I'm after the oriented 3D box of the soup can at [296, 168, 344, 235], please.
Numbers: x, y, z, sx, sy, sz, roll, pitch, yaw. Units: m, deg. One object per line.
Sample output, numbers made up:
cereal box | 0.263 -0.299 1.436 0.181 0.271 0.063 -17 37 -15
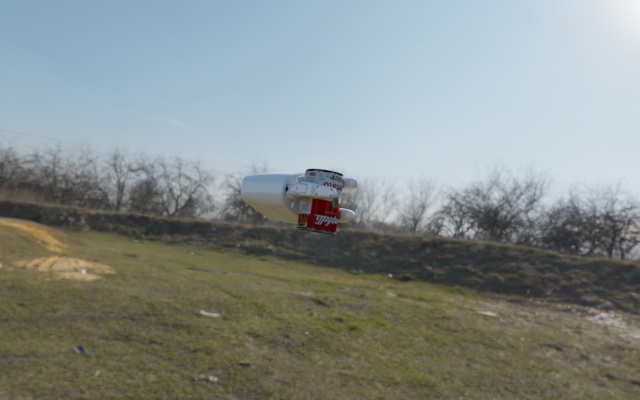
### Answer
soup can | 0.001 0.002 0.806 0.068 0.102 0.068 8 -6 1
